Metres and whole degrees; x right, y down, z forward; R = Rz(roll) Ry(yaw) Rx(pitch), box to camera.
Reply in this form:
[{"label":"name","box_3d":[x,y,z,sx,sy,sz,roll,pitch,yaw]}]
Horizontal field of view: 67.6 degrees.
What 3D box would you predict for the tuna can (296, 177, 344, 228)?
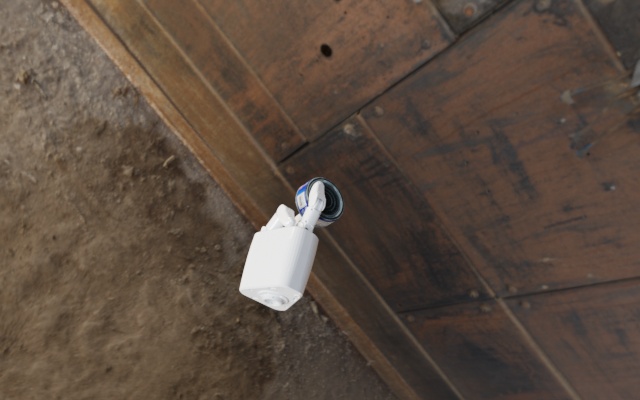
[{"label":"tuna can","box_3d":[0.000,0.003,0.849,0.086,0.086,0.034,0,-22,-39]}]
